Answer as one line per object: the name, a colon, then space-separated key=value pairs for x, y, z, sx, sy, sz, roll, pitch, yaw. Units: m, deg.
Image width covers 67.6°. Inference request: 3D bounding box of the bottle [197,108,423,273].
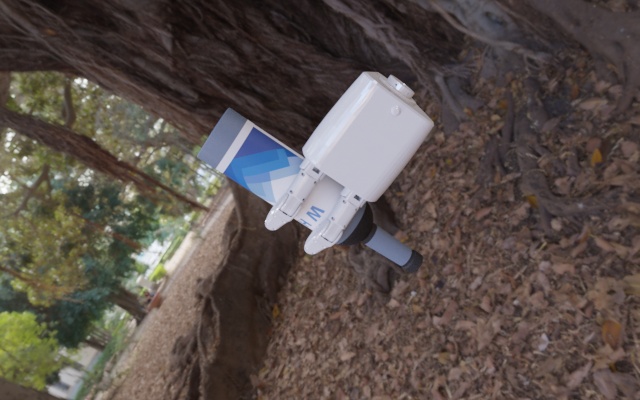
bottle: x=0.000 y=0.002 z=0.567 sx=0.296 sy=0.069 sz=0.069 roll=33 pitch=-8 yaw=-13
